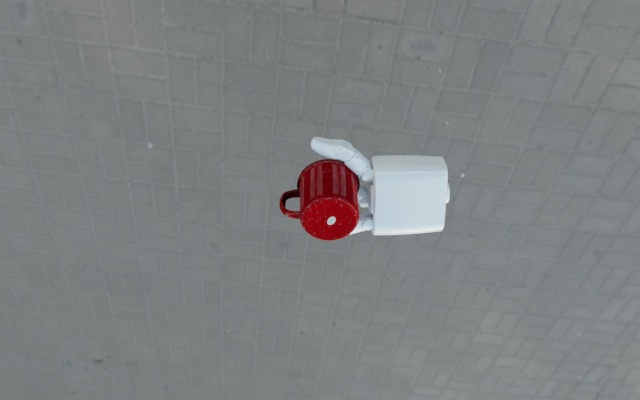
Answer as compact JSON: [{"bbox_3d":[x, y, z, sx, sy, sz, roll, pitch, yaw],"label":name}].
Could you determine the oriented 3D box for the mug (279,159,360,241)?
[{"bbox_3d":[-0.001,0.002,0.674,0.117,0.093,0.081,-2,38,0],"label":"mug"}]
